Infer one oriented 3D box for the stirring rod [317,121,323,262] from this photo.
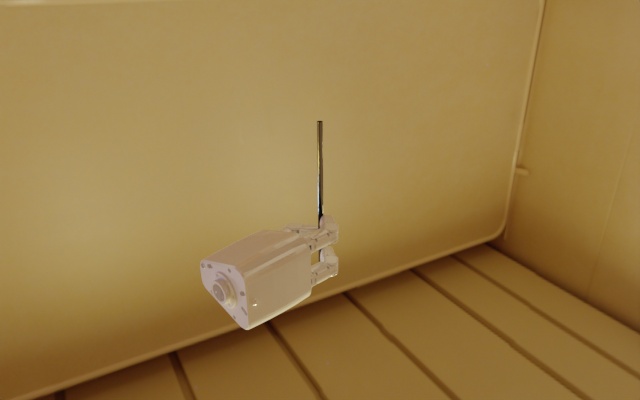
[{"bbox_3d":[0.000,0.002,0.696,0.011,0.240,0.011,0,25,0],"label":"stirring rod"}]
